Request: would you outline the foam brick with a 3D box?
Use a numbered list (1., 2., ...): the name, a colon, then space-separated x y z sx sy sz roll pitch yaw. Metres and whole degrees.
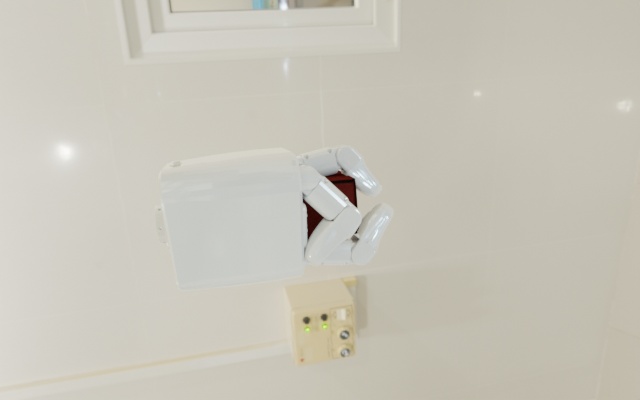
1. foam brick: 0.000 0.002 0.454 0.051 0.053 0.078 -8 11 -12
